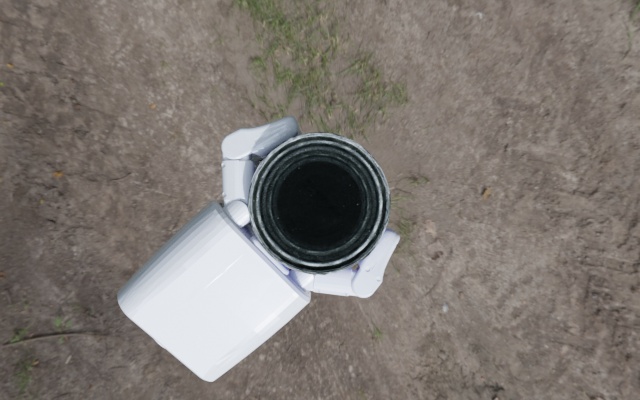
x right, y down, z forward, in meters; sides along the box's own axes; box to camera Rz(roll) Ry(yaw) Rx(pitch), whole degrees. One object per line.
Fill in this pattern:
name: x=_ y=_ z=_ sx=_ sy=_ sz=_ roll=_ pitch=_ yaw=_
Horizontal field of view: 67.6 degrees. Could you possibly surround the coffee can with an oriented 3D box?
coffee can: x=0.000 y=0.001 z=0.409 sx=0.103 sy=0.103 sz=0.140 roll=0 pitch=1 yaw=1
